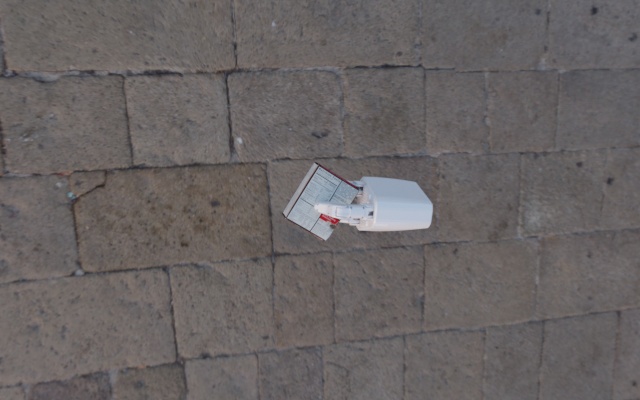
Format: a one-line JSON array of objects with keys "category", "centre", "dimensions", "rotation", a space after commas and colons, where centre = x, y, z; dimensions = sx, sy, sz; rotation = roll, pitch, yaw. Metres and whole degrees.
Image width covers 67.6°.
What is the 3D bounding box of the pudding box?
[{"category": "pudding box", "centre": [0.000, 0.003, 0.835], "dimensions": [0.090, 0.113, 0.039], "rotation": [31, 3, -17]}]
